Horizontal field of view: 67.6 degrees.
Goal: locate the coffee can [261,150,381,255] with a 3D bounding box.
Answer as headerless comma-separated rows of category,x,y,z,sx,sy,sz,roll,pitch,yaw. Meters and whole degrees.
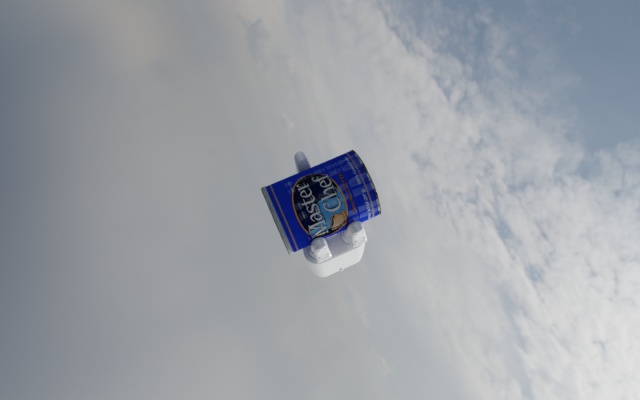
coffee can,0.000,0.002,0.673,0.140,0.103,0.103,-23,2,-5
